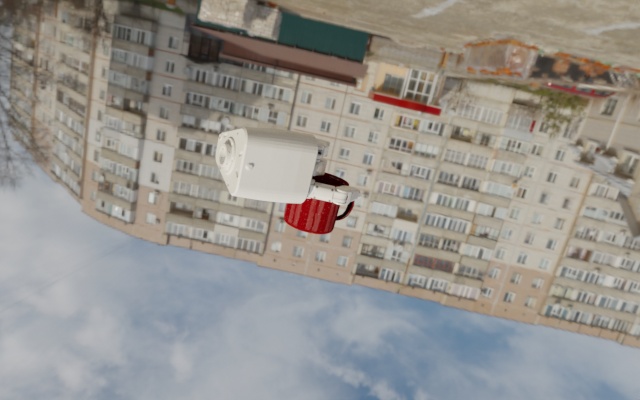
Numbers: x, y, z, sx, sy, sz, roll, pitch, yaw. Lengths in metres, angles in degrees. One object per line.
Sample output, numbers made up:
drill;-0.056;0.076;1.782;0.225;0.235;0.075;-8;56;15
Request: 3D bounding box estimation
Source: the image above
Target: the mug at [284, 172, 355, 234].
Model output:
mug;0.001;0.003;0.749;0.117;0.081;0.093;6;16;-30
